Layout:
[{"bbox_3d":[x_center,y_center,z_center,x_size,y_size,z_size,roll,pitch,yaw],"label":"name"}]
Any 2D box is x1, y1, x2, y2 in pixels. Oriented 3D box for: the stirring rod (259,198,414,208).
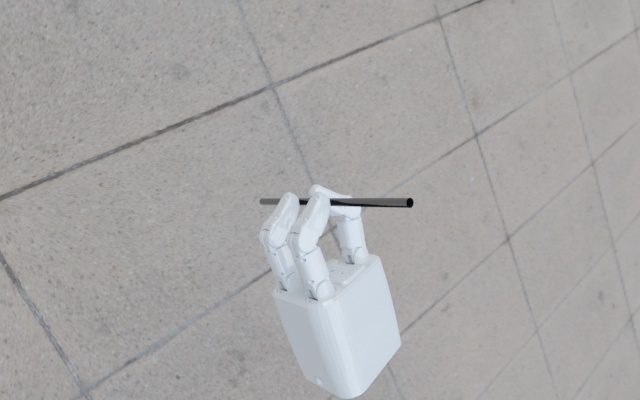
[{"bbox_3d":[0.000,0.002,0.466,0.011,0.011,0.239,0,0,-35],"label":"stirring rod"}]
